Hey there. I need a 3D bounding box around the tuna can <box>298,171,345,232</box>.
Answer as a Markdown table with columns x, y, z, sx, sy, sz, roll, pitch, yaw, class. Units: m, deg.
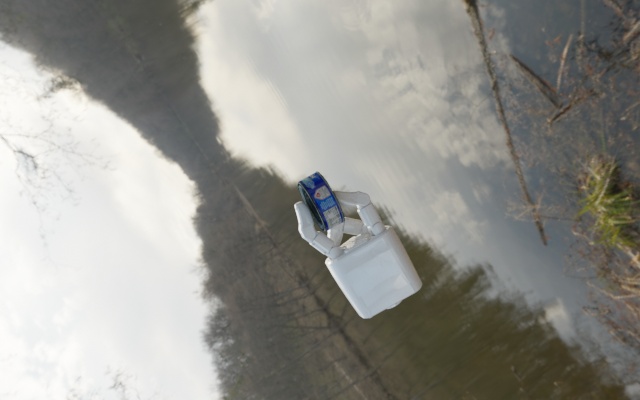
| x | y | z | sx | sy | sz | roll | pitch | yaw | class |
| --- | --- | --- | --- | --- | --- | --- | --- | --- | --- |
| 0.000 | 0.003 | 0.706 | 0.034 | 0.086 | 0.086 | -29 | 5 | -9 | tuna can |
